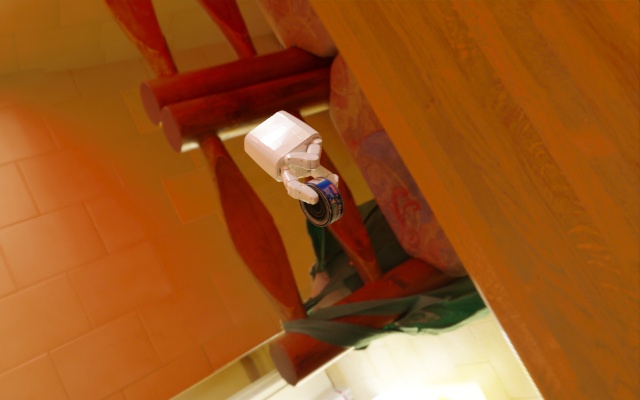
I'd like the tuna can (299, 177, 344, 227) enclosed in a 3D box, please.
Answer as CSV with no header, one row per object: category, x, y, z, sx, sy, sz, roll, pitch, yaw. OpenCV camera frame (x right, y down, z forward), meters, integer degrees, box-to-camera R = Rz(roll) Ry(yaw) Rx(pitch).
tuna can,0.000,0.003,0.850,0.033,0.086,0.086,-29,18,-36
